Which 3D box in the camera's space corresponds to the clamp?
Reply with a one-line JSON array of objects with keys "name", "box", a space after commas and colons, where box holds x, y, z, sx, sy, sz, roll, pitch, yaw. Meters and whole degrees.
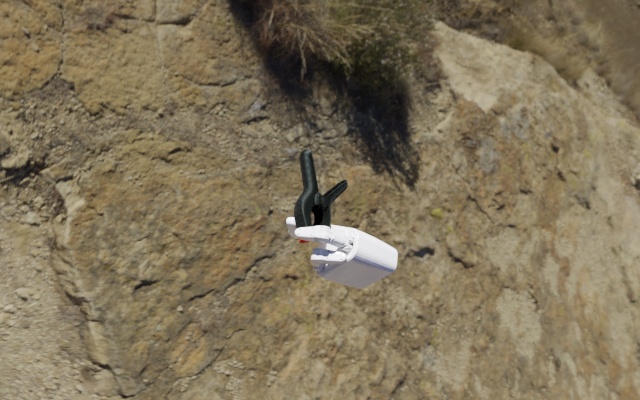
[{"name": "clamp", "box": [0.000, 0.003, 0.864, 0.120, 0.171, 0.039, 24, -28, -32]}]
